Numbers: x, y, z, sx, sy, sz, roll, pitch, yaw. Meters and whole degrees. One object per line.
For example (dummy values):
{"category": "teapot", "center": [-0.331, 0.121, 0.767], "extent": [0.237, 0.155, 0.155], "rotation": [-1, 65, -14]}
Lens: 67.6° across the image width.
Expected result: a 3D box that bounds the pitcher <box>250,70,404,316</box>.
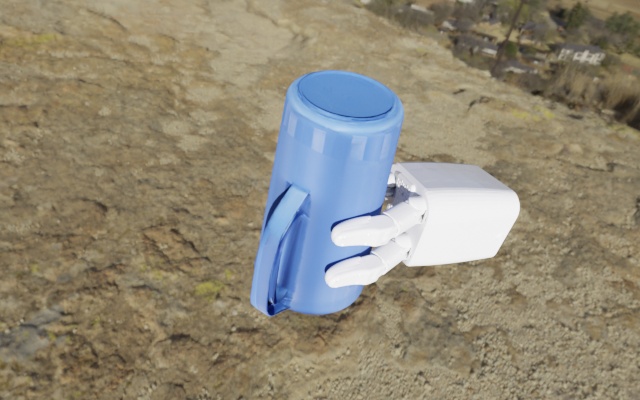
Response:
{"category": "pitcher", "center": [0.000, 0.002, 0.492], "extent": [0.145, 0.243, 0.149], "rotation": [-1, 41, -14]}
